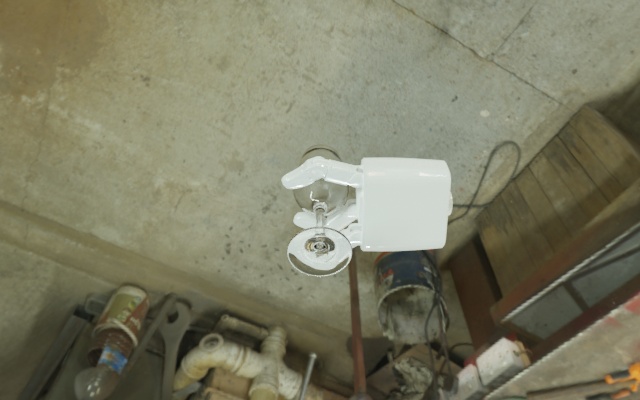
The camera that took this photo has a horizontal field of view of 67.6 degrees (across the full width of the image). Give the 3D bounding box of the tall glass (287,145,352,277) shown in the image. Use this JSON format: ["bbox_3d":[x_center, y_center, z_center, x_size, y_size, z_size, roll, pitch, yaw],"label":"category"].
[{"bbox_3d":[0.000,0.002,0.621,0.079,0.079,0.201,0,35,0],"label":"tall glass"}]
